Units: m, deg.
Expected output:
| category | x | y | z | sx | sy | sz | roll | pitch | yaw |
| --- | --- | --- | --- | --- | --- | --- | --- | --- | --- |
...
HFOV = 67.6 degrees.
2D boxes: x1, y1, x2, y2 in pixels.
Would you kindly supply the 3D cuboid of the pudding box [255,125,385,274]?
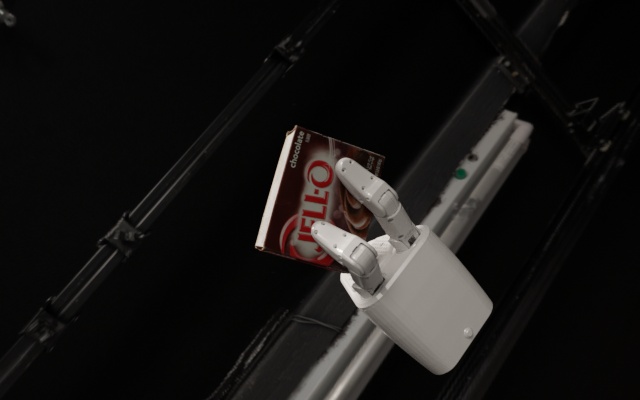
| category | x | y | z | sx | sy | sz | roll | pitch | yaw |
| --- | --- | --- | --- | --- | --- | --- | --- | --- | --- |
| pudding box | 0.000 | 0.001 | 0.429 | 0.090 | 0.113 | 0.039 | 17 | -10 | -20 |
